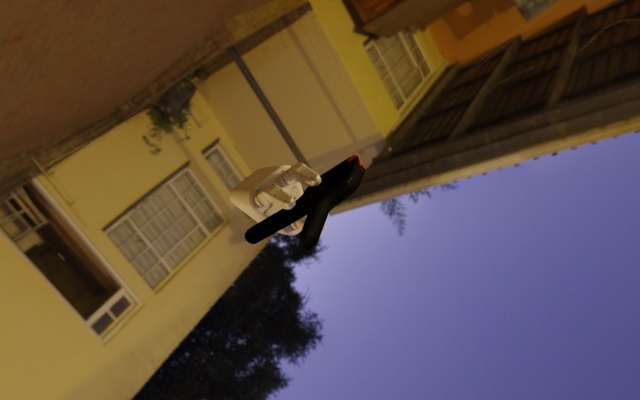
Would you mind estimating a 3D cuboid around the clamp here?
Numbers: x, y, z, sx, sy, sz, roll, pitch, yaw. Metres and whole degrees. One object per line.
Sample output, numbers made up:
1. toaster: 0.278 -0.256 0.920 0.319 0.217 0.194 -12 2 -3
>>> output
1. clamp: 0.001 0.003 0.699 0.210 0.036 0.164 -40 23 -22
